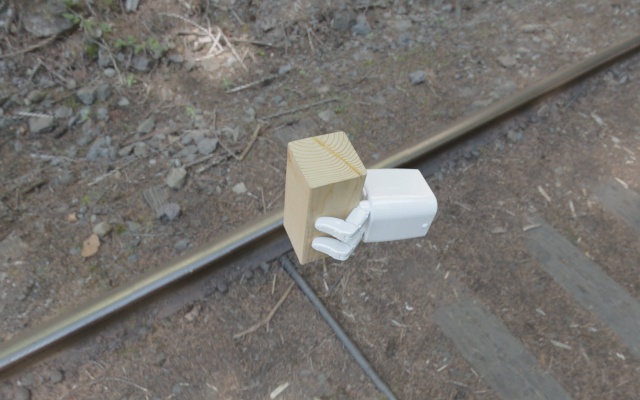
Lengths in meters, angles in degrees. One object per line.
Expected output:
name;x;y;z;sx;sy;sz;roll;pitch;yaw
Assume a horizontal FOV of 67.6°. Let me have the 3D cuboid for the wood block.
wood block;0.000;0.002;0.751;0.090;0.090;0.206;-15;-34;-17
